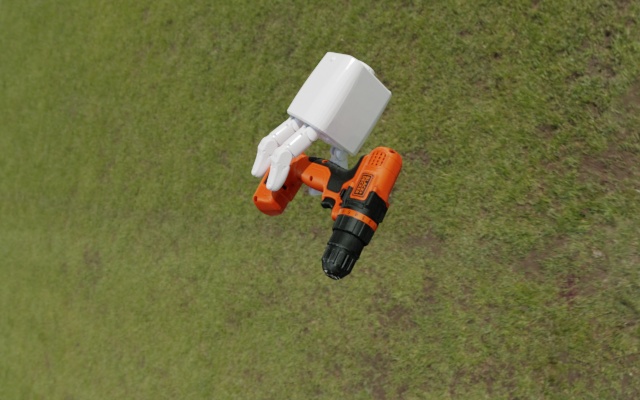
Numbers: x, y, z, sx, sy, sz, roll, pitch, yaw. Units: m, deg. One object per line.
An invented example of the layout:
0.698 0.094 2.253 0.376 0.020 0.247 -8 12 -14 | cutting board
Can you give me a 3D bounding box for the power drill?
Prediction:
0.000 0.002 0.644 0.187 0.184 0.057 15 -23 35 | power drill
